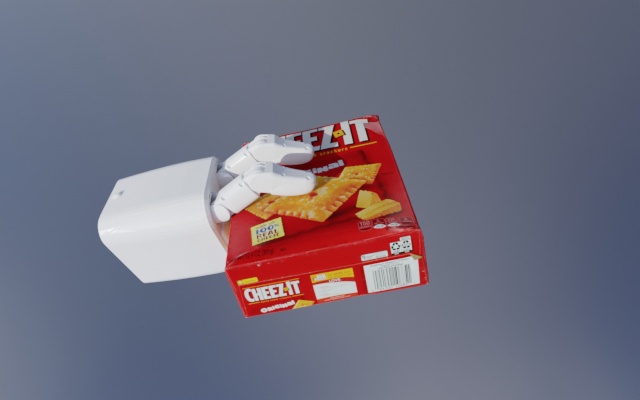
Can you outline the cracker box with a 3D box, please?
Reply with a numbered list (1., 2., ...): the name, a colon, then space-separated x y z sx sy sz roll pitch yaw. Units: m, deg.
1. cracker box: 0.000 0.002 0.476 0.164 0.072 0.213 -11 36 4
